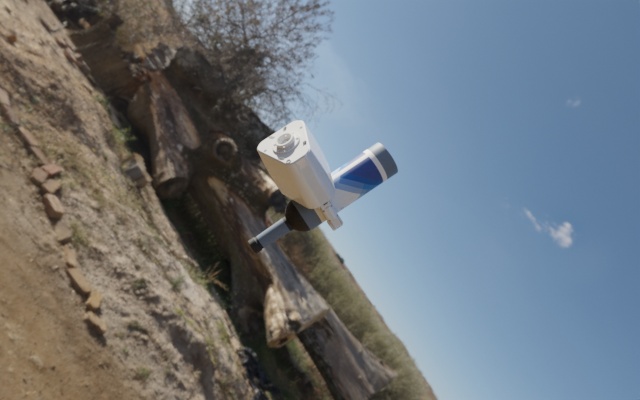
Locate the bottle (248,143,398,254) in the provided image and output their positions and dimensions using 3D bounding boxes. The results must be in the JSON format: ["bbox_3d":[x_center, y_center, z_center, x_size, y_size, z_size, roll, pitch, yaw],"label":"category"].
[{"bbox_3d":[0.000,0.003,0.862,0.295,0.069,0.069,-34,3,-4],"label":"bottle"}]
